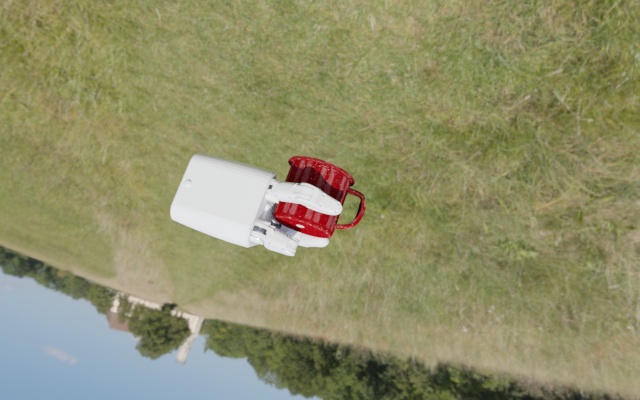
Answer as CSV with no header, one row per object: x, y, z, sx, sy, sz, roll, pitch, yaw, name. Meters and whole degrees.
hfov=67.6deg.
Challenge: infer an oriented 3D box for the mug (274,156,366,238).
0.001,0.003,0.619,0.117,0.081,0.093,17,-14,10,mug
